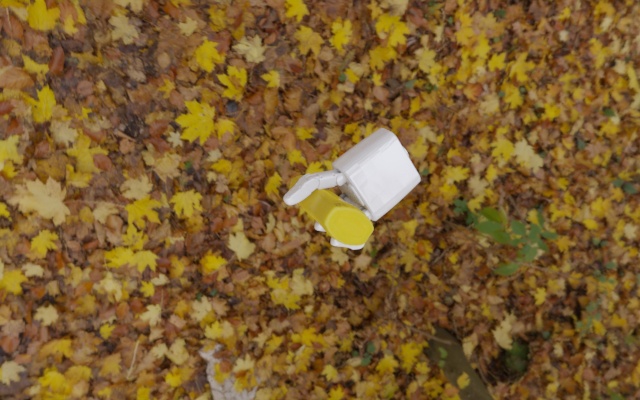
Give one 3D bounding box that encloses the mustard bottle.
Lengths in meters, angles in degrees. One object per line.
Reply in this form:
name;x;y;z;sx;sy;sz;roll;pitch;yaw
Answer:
mustard bottle;0.000;0.003;0.782;0.096;0.058;0.191;27;7;-38
